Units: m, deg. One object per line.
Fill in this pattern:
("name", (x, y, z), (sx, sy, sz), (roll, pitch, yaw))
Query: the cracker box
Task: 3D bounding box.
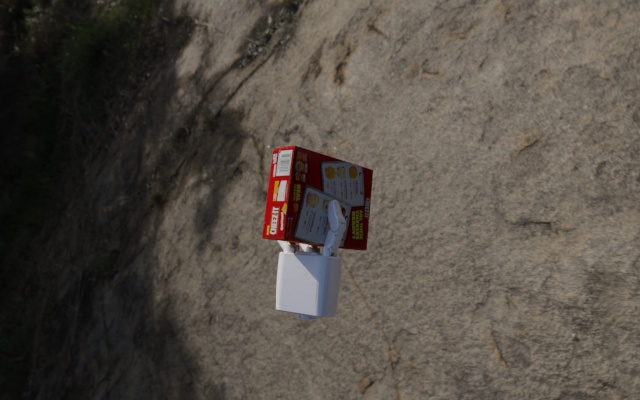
("cracker box", (0.000, 0.003, 0.891), (0.214, 0.164, 0.072), (12, -9, -44))
